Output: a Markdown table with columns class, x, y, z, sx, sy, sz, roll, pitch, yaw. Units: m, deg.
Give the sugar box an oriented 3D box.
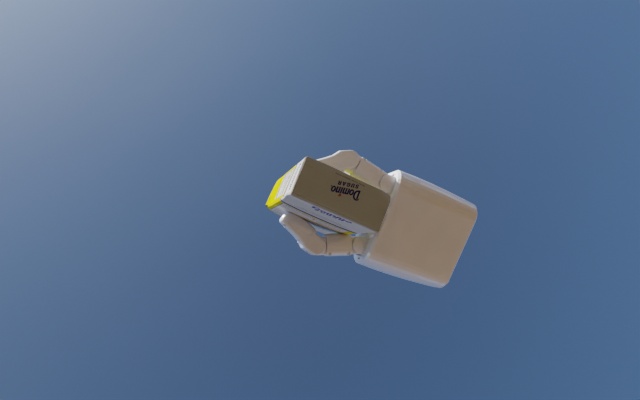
| class | x | y | z | sx | sy | sz | roll | pitch | yaw |
| --- | --- | --- | --- | --- | --- | --- | --- | --- | --- |
| sugar box | 0.000 | 0.001 | 0.519 | 0.093 | 0.048 | 0.176 | 24 | -12 | -11 |
